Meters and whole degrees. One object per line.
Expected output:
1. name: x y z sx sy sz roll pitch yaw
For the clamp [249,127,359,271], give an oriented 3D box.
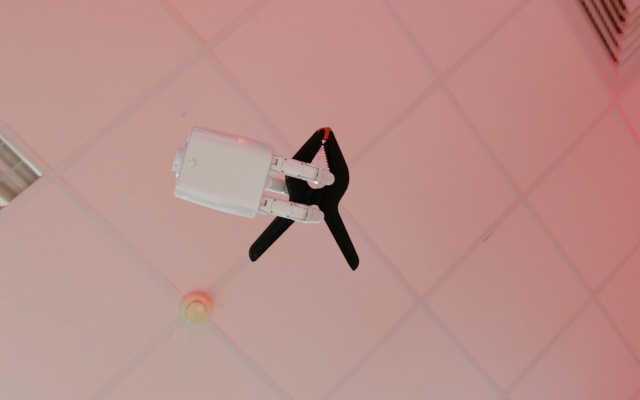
1. clamp: 0.000 0.002 0.689 0.164 0.210 0.036 15 2 -18
